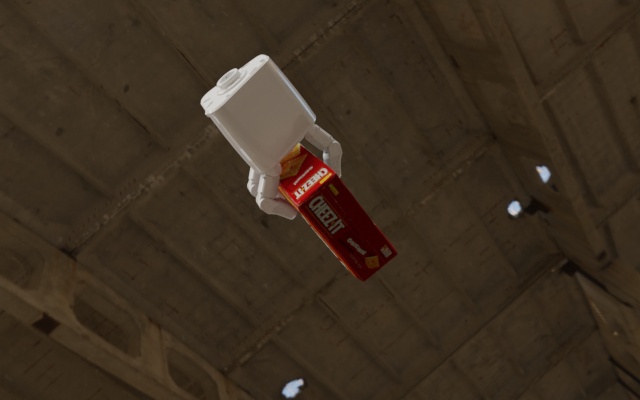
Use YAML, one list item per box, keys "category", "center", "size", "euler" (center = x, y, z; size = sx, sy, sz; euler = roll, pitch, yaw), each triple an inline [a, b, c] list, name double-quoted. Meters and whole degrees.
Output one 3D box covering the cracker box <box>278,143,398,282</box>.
- category: "cracker box"
  center: [0.000, 0.002, 0.699]
  size: [0.072, 0.164, 0.213]
  euler: [-41, 31, -1]
